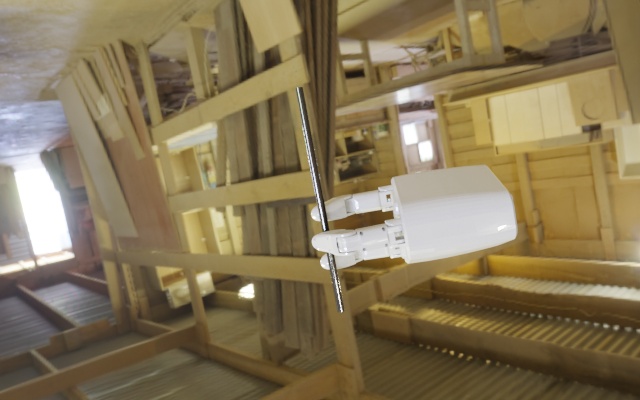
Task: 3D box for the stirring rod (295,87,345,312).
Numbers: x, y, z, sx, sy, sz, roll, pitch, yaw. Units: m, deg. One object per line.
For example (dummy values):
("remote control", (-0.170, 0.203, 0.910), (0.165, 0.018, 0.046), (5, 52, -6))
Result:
("stirring rod", (0.000, 0.002, 0.503), (0.011, 0.239, 0.011), (-11, 6, 1))
